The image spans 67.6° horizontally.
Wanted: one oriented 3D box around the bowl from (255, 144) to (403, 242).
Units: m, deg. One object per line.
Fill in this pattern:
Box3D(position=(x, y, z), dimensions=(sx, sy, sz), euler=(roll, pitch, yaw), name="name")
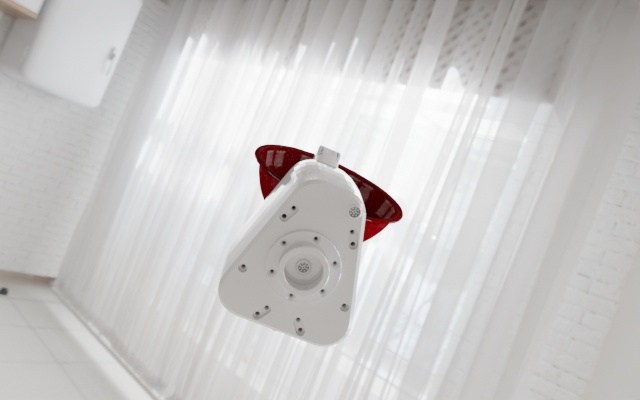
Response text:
Box3D(position=(0.000, 0.002, 0.491), dimensions=(0.162, 0.055, 0.162), euler=(22, 19, -8), name="bowl")
